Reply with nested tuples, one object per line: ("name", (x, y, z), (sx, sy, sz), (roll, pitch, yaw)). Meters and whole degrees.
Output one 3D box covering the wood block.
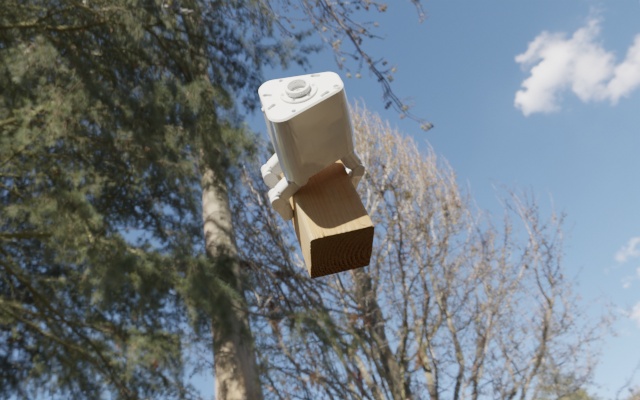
("wood block", (0.000, 0.002, 0.716), (0.091, 0.090, 0.206), (-11, 47, -11))
